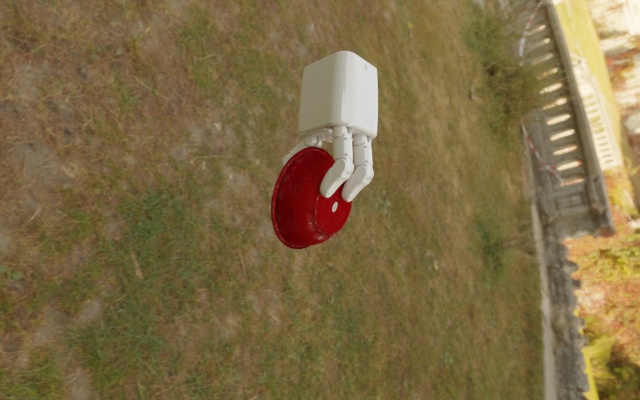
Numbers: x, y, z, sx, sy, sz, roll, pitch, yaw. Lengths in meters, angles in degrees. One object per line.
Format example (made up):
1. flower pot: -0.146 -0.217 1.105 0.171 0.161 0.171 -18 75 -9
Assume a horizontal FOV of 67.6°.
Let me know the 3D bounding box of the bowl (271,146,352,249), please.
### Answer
1. bowl: 0.000 0.004 0.719 0.055 0.162 0.162 15 9 36
